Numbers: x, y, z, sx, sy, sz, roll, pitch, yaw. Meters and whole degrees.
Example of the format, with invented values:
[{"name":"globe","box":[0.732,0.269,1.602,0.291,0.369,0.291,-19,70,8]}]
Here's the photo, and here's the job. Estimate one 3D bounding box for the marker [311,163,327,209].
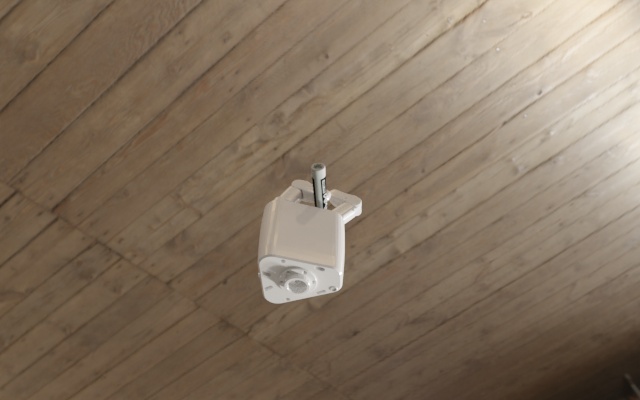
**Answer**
[{"name":"marker","box":[0.000,0.002,0.670,0.020,0.121,0.020,-2,38,2]}]
